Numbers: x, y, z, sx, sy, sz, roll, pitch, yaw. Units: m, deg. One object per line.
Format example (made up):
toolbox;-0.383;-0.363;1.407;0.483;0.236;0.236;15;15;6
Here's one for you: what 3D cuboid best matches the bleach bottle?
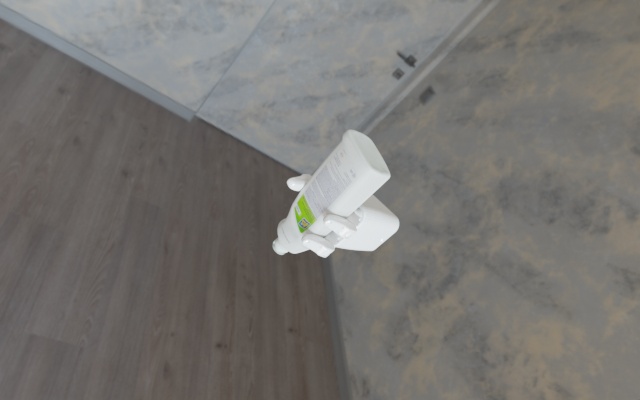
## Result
bleach bottle;0.000;0.003;0.805;0.068;0.102;0.251;13;-48;-44
